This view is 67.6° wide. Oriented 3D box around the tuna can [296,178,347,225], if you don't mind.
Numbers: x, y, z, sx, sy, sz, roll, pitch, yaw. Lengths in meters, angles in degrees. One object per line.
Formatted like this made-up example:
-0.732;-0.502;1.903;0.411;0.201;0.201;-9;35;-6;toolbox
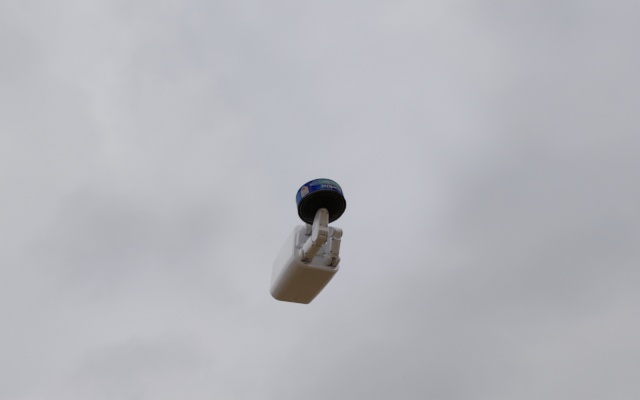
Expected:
0.000;0.002;0.828;0.086;0.086;0.033;0;43;-14;tuna can
